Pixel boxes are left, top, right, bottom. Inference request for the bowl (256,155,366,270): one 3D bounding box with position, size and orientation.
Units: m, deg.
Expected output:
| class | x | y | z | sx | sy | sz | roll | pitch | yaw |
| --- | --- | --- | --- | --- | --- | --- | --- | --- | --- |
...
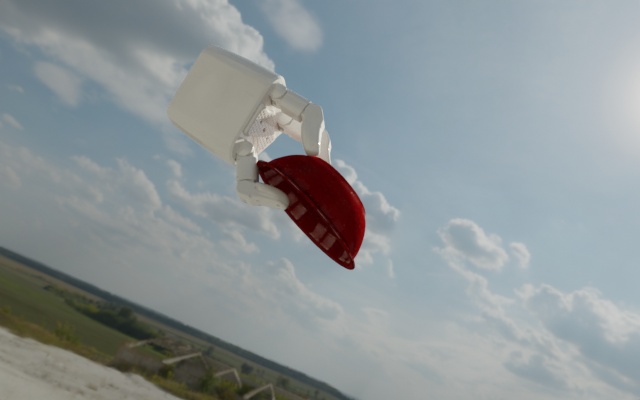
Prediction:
| class | x | y | z | sx | sy | sz | roll | pitch | yaw |
| --- | --- | --- | --- | --- | --- | --- | --- | --- | --- |
| bowl | 0.001 | 0.002 | 0.542 | 0.055 | 0.162 | 0.162 | -41 | 10 | -12 |
